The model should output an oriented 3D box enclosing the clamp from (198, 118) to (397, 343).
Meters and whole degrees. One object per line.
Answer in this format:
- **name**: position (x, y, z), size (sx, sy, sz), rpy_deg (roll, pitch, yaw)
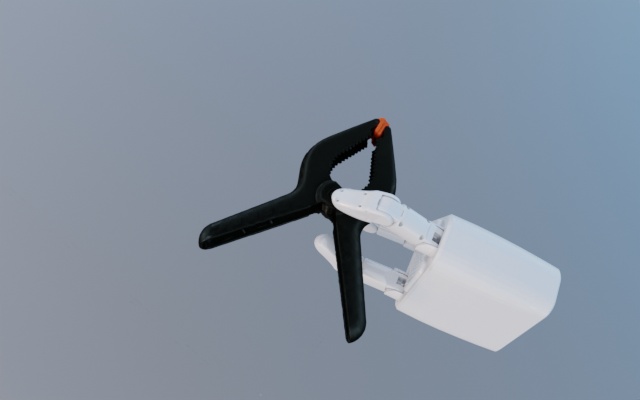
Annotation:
- **clamp**: position (0.001, 0.001, 0.444), size (0.164, 0.210, 0.036), rpy_deg (25, -23, 4)
